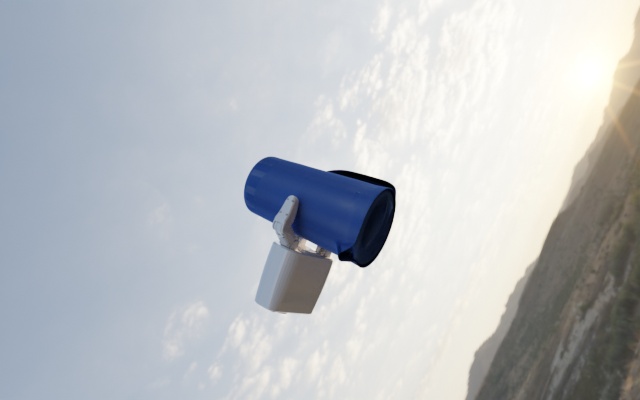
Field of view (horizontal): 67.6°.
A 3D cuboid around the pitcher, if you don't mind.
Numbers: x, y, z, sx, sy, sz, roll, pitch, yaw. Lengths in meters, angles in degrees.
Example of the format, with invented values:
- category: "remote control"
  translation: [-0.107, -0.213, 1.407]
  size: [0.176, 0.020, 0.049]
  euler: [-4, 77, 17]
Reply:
- category: "pitcher"
  translation: [0.000, 0.003, 0.805]
  size: [0.243, 0.145, 0.149]
  euler: [21, 2, 27]
